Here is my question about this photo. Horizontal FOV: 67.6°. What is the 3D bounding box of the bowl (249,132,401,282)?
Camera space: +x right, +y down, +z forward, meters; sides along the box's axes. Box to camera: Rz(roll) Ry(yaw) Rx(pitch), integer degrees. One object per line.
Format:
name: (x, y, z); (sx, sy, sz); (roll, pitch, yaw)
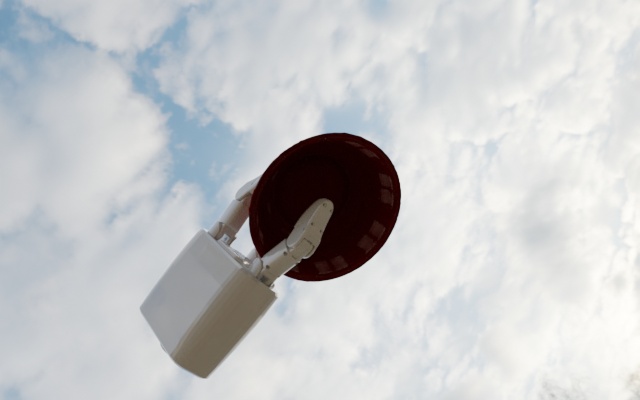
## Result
bowl: (0.001, 0.001, 0.497); (0.162, 0.162, 0.055); (0, 23, -21)
